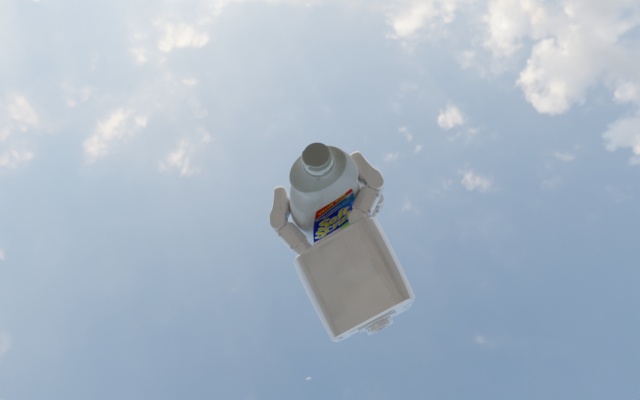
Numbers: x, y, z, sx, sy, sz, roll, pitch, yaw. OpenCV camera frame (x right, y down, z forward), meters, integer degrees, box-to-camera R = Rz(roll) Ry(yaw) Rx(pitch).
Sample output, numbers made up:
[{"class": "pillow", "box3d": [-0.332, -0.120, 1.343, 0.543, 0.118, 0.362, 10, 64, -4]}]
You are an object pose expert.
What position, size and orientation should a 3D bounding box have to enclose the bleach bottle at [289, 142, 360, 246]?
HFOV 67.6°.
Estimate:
[{"class": "bleach bottle", "box3d": [0.000, 0.002, 0.595, 0.102, 0.068, 0.251, -26, -21, -4]}]
